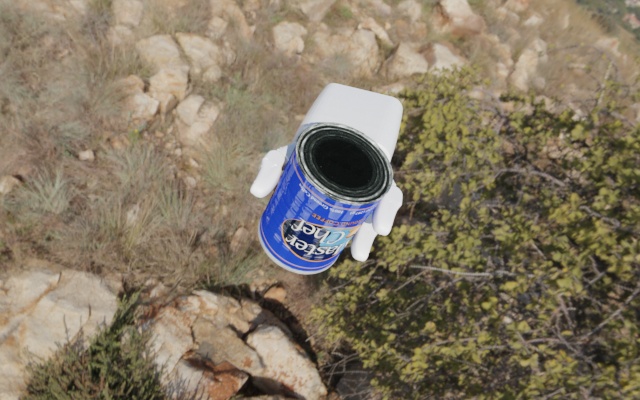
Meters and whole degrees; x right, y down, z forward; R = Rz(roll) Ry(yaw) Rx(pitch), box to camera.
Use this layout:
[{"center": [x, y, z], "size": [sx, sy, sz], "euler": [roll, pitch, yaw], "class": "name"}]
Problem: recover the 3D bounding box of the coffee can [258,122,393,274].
[{"center": [0.000, 0.002, 0.513], "size": [0.103, 0.102, 0.140], "euler": [0, -35, -25], "class": "coffee can"}]
